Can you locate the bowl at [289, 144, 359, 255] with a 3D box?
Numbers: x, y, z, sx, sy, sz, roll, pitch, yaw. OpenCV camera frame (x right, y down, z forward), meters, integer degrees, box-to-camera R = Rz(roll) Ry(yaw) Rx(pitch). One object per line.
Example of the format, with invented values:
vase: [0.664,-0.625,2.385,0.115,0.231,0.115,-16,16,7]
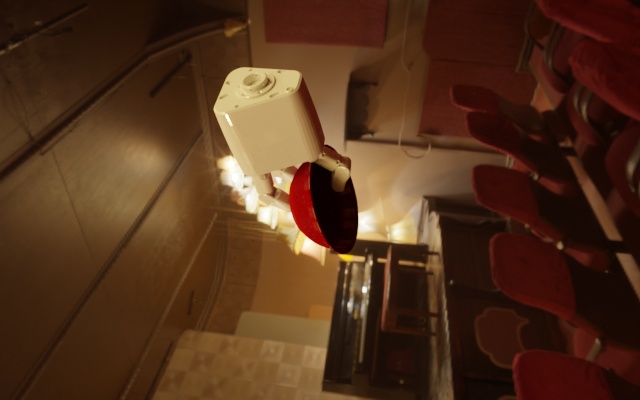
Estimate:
bowl: [0.000,0.003,0.700,0.055,0.162,0.162,-12,-5,25]
